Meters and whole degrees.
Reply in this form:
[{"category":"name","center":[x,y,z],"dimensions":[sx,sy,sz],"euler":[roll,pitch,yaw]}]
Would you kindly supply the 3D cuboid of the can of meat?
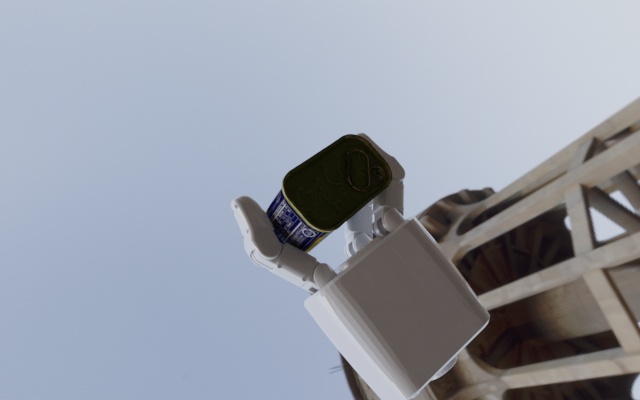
[{"category":"can of meat","center":[0.000,0.001,0.411],"dimensions":[0.102,0.057,0.084],"euler":[-37,-7,-36]}]
